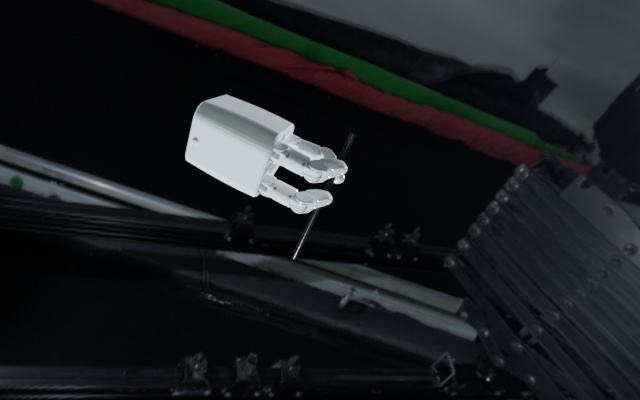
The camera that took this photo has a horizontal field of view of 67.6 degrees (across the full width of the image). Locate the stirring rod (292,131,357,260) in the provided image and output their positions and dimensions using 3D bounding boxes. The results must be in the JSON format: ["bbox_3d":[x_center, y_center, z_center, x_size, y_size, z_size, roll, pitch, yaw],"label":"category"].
[{"bbox_3d":[0.000,0.002,0.663,0.011,0.240,0.011,15,39,-13],"label":"stirring rod"}]
